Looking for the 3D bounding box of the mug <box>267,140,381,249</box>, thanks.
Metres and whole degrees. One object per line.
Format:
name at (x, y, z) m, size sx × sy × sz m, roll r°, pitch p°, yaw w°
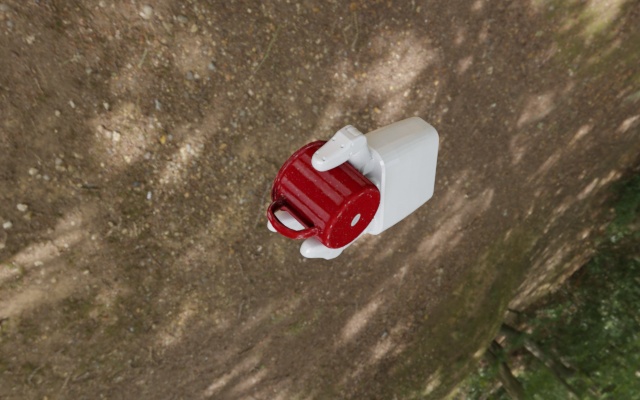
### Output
mug at (-0.001, 0.002, 0.496) m, size 0.117 × 0.093 × 0.081 m, roll -29°, pitch 56°, yaw -33°
